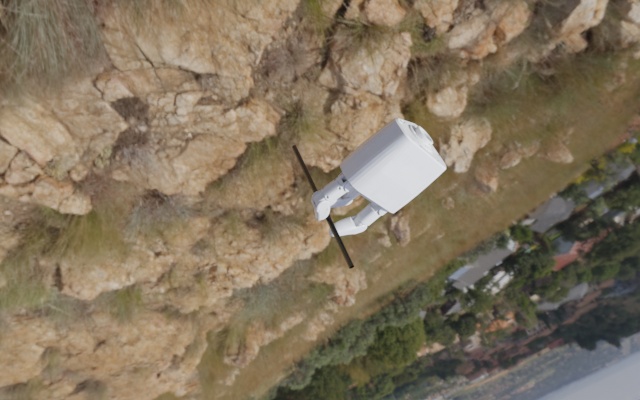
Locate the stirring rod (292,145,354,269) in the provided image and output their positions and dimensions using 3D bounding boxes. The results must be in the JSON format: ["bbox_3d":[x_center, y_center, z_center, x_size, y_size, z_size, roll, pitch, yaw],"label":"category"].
[{"bbox_3d":[0.000,0.002,0.748,0.011,0.239,0.011,-19,-31,-12],"label":"stirring rod"}]
